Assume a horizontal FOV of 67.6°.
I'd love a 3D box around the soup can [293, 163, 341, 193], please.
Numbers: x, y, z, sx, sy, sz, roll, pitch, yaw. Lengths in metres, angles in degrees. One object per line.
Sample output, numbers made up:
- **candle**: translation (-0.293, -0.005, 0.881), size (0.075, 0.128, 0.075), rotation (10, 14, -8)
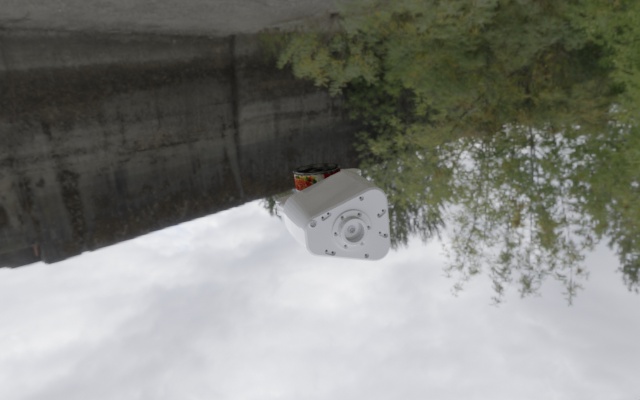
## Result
- **soup can**: translation (0.000, 0.002, 0.694), size (0.068, 0.102, 0.068), rotation (-6, 14, 2)
